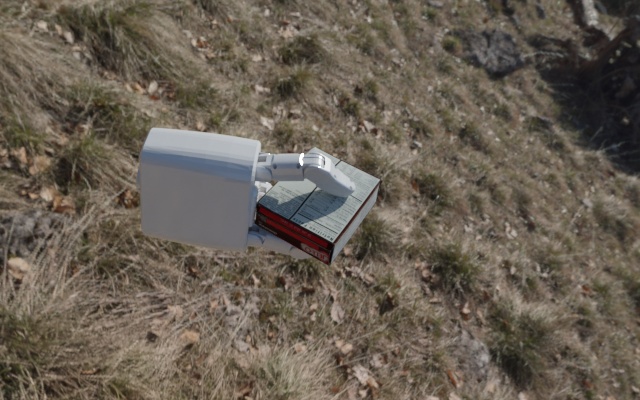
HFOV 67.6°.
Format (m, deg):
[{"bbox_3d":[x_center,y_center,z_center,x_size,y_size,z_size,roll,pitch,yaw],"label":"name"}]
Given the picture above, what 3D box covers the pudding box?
[{"bbox_3d":[0.000,0.001,0.493,0.090,0.039,0.113,28,51,15],"label":"pudding box"}]
